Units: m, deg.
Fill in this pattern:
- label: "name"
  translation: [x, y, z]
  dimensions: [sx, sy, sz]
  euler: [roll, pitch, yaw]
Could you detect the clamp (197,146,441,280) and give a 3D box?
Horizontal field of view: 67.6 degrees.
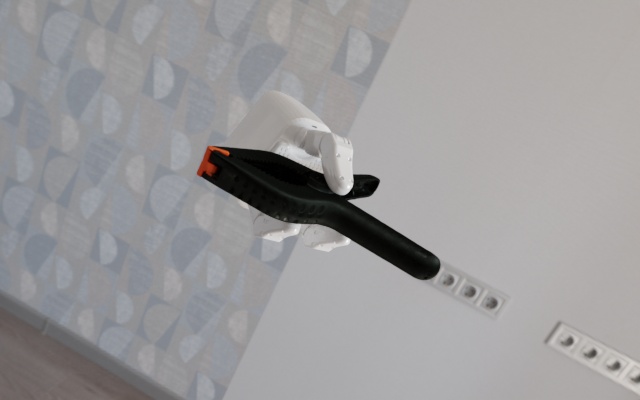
- label: "clamp"
  translation: [0.000, 0.000, 0.417]
  dimensions: [0.210, 0.036, 0.164]
  euler: [14, 24, -30]
